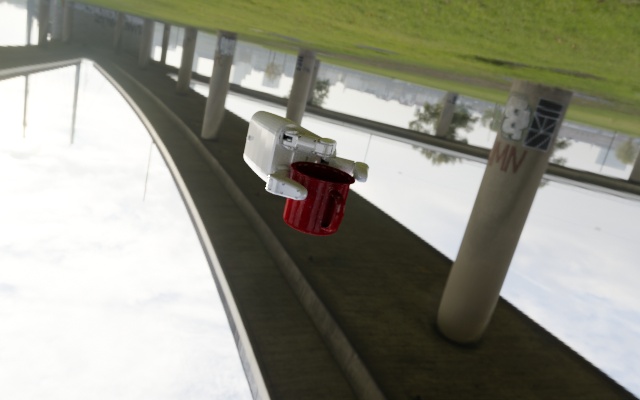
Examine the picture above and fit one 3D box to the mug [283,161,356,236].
[{"bbox_3d":[0.001,0.003,0.665,0.093,0.081,0.117,4,20,-31],"label":"mug"}]
